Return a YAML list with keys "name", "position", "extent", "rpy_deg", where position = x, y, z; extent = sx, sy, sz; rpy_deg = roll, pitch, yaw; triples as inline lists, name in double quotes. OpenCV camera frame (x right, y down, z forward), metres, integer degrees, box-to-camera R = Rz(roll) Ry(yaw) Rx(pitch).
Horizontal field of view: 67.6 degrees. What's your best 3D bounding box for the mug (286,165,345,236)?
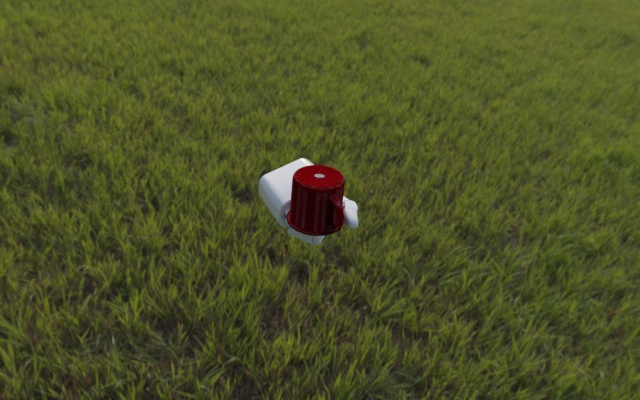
- name: "mug"
  position: [0.001, 0.003, 0.740]
  extent: [0.093, 0.081, 0.117]
  rpy_deg: [-12, 36, -26]
